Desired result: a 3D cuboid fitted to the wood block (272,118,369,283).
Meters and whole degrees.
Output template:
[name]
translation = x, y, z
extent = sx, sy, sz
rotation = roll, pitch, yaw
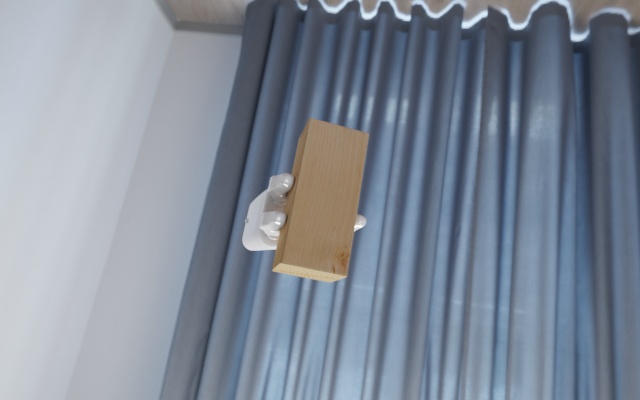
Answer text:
[wood block]
translation = 0.000, 0.003, 0.676
extent = 0.091, 0.206, 0.090
rotation = 13, -17, -10
